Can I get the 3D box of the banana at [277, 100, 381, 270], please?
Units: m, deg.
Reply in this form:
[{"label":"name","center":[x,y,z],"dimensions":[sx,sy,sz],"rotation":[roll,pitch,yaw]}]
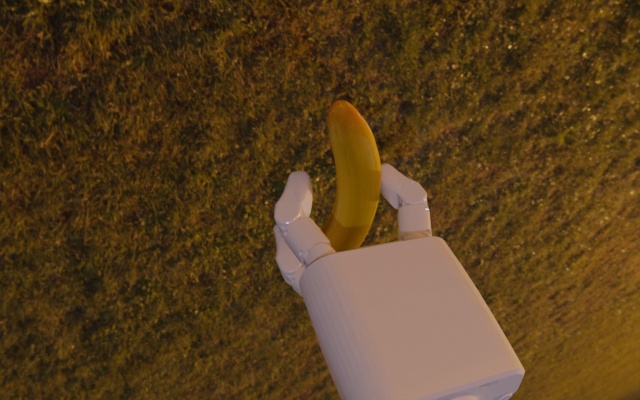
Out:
[{"label":"banana","center":[0.017,0.004,0.413],"dimensions":[0.069,0.198,0.037],"rotation":[2,43,-20]}]
